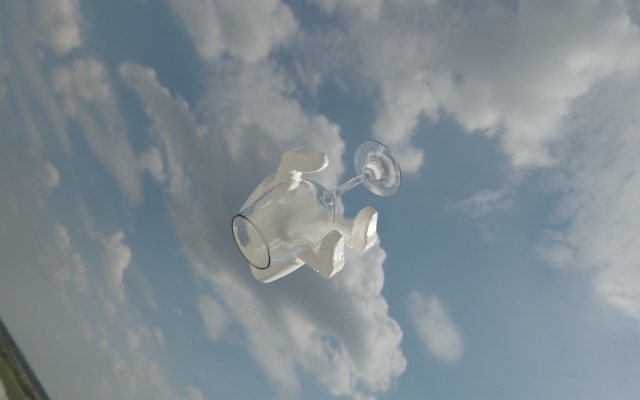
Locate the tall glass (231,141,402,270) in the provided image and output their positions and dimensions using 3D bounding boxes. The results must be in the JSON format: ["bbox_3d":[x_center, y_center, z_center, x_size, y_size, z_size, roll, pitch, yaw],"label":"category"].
[{"bbox_3d":[0.001,0.001,0.532,0.201,0.079,0.079,-30,18,-36],"label":"tall glass"}]
